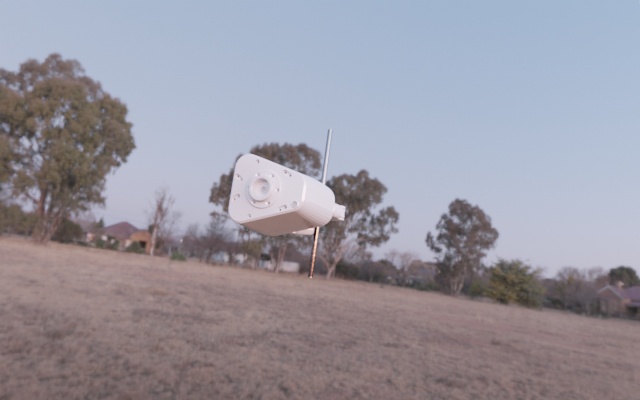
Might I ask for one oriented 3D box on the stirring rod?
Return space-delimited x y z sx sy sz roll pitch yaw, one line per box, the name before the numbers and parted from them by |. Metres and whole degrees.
stirring rod | 0.000 0.003 0.763 0.011 0.239 0.011 8 -8 1
